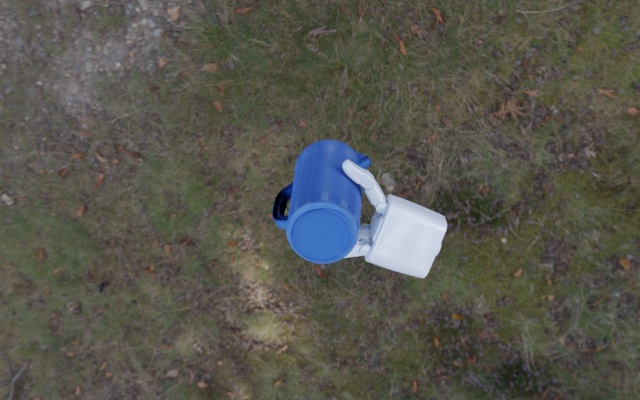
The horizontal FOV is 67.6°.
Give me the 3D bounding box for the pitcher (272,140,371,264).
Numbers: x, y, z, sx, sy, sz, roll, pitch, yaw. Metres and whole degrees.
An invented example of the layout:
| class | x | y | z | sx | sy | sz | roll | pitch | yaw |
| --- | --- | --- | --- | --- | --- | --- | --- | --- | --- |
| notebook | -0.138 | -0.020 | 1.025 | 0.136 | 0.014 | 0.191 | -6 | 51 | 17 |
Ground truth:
| class | x | y | z | sx | sy | sz | roll | pitch | yaw |
| --- | --- | --- | --- | --- | --- | --- | --- | --- | --- |
| pitcher | 0.000 | 0.003 | 0.810 | 0.145 | 0.149 | 0.242 | 21 | 26 | -6 |
